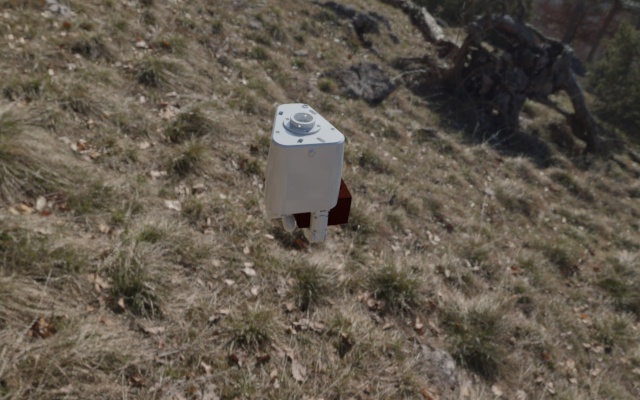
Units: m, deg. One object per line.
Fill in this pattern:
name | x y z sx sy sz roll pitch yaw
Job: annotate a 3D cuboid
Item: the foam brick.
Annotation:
foam brick | 0.000 0.002 0.695 0.078 0.051 0.053 -6 40 -17
